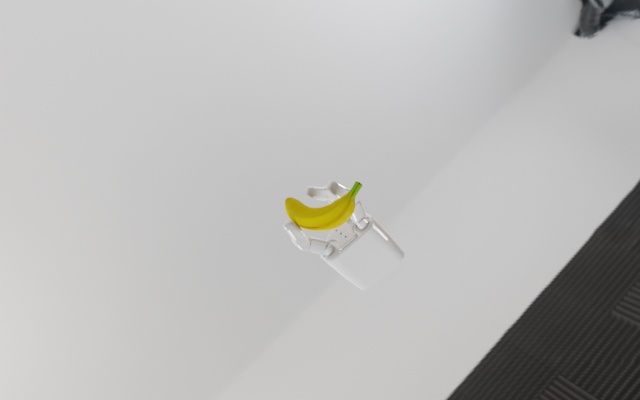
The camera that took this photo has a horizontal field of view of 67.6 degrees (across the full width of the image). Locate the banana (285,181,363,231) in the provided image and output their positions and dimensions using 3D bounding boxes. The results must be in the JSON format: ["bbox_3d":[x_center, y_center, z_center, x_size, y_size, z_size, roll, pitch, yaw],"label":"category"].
[{"bbox_3d":[-0.004,0.018,0.777,0.037,0.069,0.198,37,-28,-29],"label":"banana"}]
